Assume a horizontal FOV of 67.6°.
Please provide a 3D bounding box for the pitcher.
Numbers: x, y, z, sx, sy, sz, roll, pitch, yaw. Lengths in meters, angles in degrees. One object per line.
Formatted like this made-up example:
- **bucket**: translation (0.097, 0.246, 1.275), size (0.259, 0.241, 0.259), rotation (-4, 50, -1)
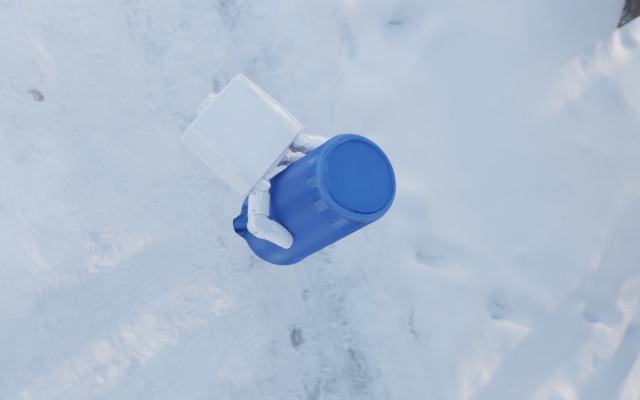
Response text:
- **pitcher**: translation (0.000, 0.002, 0.643), size (0.145, 0.149, 0.243), rotation (41, -30, -12)
